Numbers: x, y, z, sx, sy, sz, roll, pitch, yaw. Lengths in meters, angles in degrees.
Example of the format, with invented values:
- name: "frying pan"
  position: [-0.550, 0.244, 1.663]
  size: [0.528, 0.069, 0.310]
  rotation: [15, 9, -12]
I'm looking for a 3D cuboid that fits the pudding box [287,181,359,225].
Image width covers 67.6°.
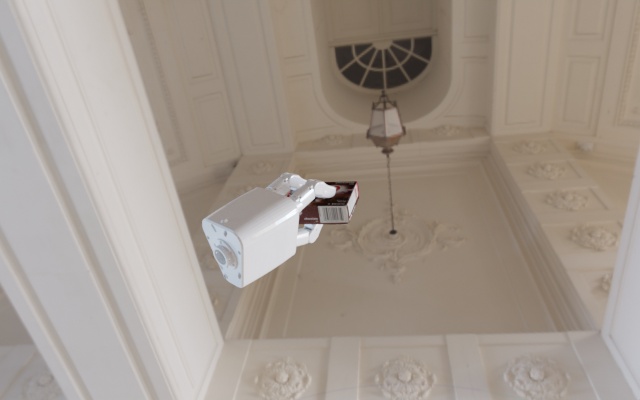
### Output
- name: "pudding box"
  position: [0.000, 0.003, 0.783]
  size: [0.113, 0.039, 0.090]
  rotation: [1, 28, 15]
